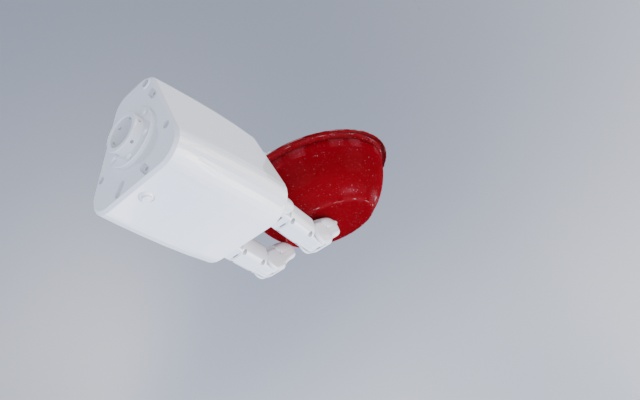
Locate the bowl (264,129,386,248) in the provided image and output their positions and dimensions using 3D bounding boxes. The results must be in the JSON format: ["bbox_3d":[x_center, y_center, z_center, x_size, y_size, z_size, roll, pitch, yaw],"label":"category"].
[{"bbox_3d":[0.001,0.002,0.476,0.162,0.055,0.162,-18,-26,-9],"label":"bowl"}]
